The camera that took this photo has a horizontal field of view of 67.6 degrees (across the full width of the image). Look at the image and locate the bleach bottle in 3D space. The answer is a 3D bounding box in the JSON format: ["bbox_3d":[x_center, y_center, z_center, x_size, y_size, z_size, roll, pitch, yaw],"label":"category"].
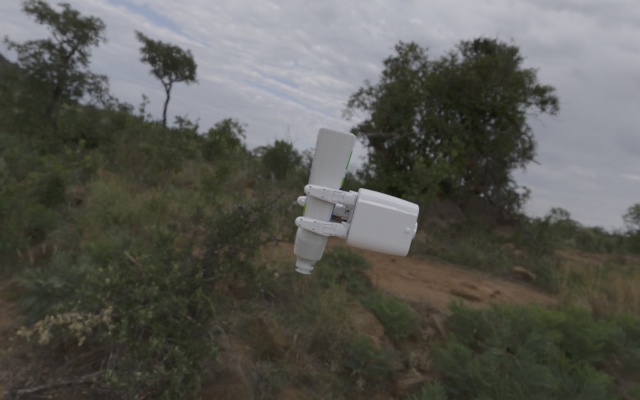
[{"bbox_3d":[0.000,0.003,0.835,0.068,0.251,0.102,14,3,0],"label":"bleach bottle"}]
